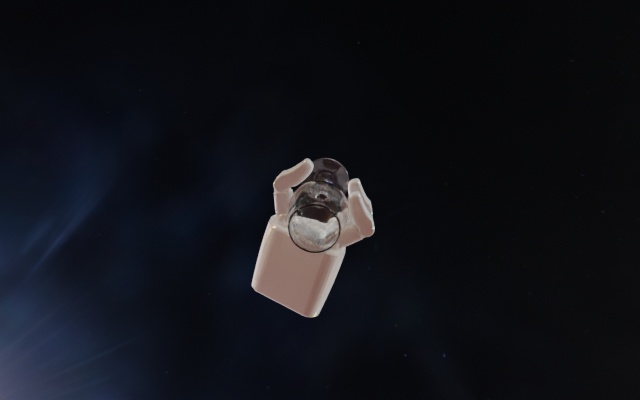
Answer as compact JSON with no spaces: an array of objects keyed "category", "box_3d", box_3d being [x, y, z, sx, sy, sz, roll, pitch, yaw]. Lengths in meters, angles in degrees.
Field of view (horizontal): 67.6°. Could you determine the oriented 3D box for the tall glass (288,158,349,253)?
[{"category":"tall glass","box_3d":[0.000,0.002,0.648,0.079,0.079,0.201,0,18,5]}]
